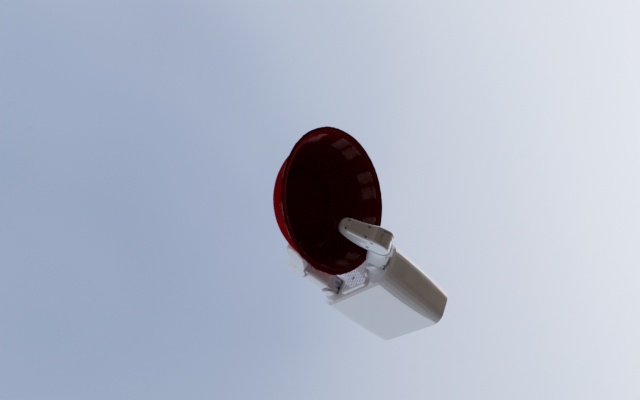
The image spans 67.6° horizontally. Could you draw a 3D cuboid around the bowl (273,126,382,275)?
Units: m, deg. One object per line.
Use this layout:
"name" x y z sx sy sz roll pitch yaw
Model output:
"bowl" -0.001 0.001 0.536 0.055 0.162 0.162 -6 -4 44
